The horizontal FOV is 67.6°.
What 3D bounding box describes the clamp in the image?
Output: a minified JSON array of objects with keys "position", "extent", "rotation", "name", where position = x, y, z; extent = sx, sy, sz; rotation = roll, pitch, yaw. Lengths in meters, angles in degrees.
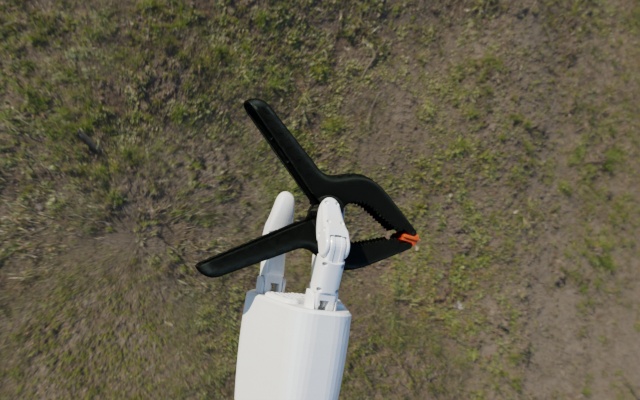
[{"position":[0.001,0.002,0.454],"extent":[0.210,0.164,0.036],"rotation":[10,-3,-20],"name":"clamp"}]
